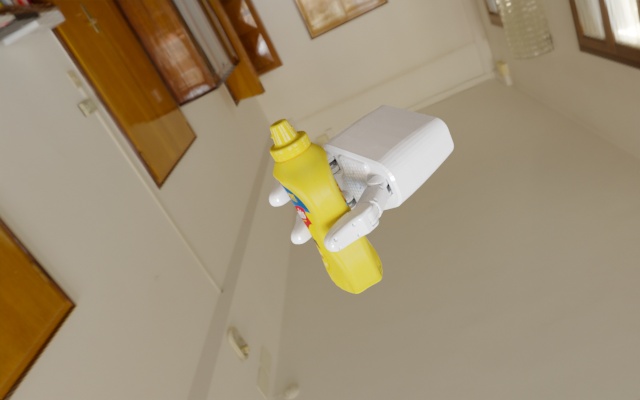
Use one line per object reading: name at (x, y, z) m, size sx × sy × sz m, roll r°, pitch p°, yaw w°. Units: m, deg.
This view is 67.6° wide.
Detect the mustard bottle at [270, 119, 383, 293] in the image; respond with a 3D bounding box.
mustard bottle at (0.000, 0.002, 0.502) m, size 0.058 × 0.192 × 0.096 m, roll -29°, pitch 24°, yaw -4°
